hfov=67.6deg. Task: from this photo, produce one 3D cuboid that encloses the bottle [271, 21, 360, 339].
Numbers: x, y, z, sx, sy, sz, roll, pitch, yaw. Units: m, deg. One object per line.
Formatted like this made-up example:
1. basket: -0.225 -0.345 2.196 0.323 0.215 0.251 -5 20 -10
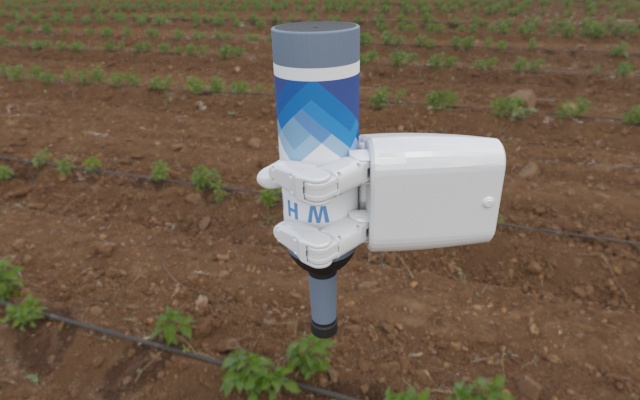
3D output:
1. bottle: 0.000 0.001 0.423 0.069 0.296 0.069 -1 27 1
